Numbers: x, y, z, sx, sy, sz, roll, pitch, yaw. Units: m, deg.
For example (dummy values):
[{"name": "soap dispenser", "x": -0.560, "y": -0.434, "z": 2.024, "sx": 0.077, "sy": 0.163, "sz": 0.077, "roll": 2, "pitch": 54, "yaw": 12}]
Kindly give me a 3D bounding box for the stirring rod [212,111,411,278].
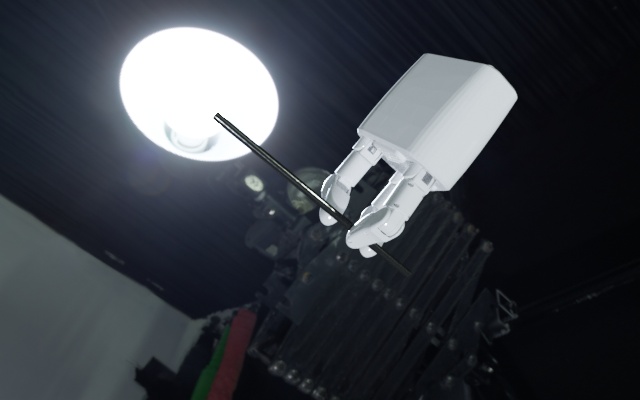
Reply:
[{"name": "stirring rod", "x": 0.000, "y": 0.001, "z": 0.434, "sx": 0.239, "sy": 0.011, "sz": 0.011, "roll": 40, "pitch": -16, "yaw": -20}]
